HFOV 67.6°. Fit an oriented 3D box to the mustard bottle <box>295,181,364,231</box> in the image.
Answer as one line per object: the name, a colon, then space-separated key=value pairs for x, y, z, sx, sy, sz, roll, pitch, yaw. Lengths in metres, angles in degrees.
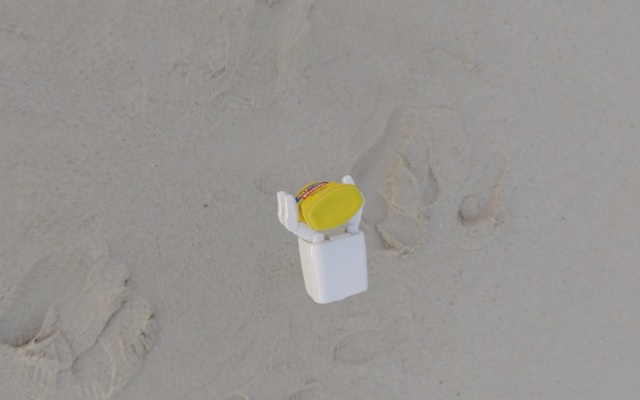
mustard bottle: x=0.000 y=0.002 z=0.827 sx=0.096 sy=0.058 sz=0.191 roll=-32 pitch=13 yaw=-10
